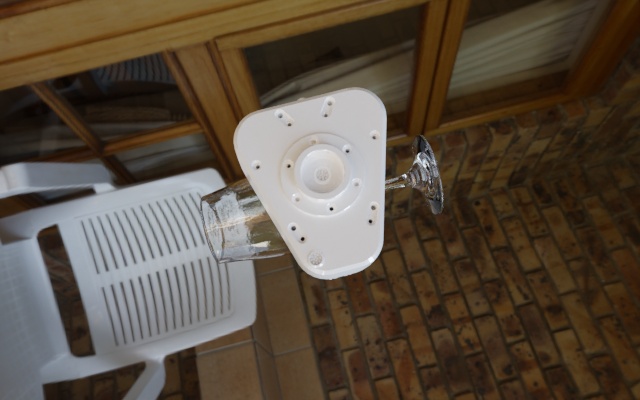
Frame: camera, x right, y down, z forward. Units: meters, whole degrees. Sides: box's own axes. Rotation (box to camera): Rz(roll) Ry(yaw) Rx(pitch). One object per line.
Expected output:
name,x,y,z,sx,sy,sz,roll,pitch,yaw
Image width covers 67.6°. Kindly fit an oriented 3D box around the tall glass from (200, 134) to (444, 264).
tall glass,0.001,0.001,0.424,0.201,0.079,0.079,-14,0,-1
